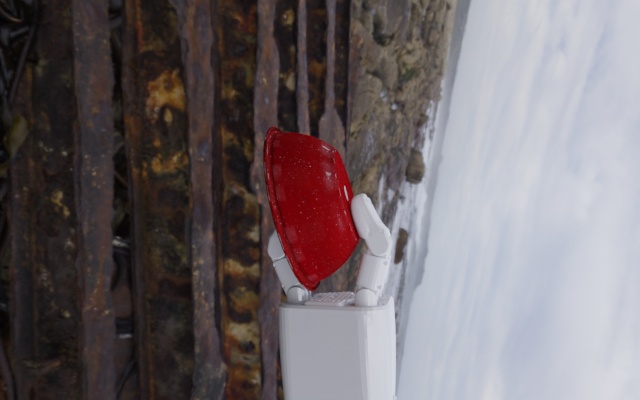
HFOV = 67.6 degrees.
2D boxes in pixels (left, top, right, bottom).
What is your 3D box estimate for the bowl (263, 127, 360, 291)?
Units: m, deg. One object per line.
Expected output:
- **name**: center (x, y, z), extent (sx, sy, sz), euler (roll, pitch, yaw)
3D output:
- **bowl**: center (0.000, 0.000, 0.455), extent (0.055, 0.162, 0.162), euler (-15, -3, 11)
